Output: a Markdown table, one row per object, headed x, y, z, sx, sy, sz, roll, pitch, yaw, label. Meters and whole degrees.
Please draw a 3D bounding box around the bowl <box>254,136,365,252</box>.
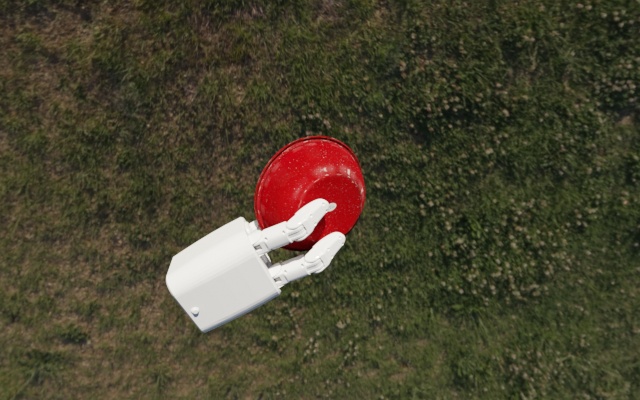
| x | y | z | sx | sy | sz | roll | pitch | yaw | label |
| --- | --- | --- | --- | --- | --- | --- | --- | --- | --- |
| 0.001 | 0.001 | 0.611 | 0.162 | 0.162 | 0.055 | 0 | 19 | -30 | bowl |
